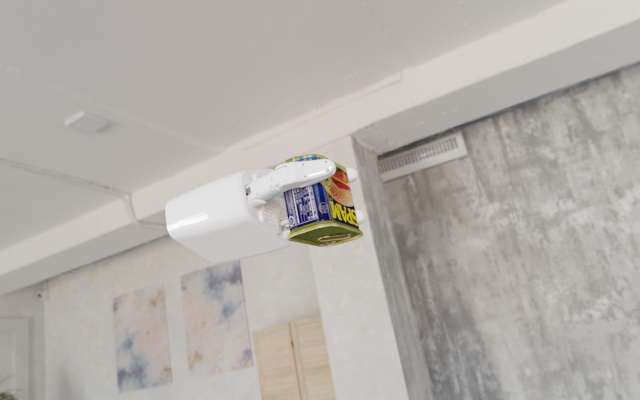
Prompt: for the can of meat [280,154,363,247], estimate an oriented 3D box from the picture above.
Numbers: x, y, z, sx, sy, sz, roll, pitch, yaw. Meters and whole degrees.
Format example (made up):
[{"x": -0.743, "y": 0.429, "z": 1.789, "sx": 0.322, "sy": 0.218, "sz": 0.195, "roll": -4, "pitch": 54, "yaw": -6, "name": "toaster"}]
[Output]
[{"x": 0.000, "y": 0.001, "z": 0.533, "sx": 0.057, "sy": 0.084, "sz": 0.102, "roll": -19, "pitch": -18, "yaw": 23, "name": "can of meat"}]
